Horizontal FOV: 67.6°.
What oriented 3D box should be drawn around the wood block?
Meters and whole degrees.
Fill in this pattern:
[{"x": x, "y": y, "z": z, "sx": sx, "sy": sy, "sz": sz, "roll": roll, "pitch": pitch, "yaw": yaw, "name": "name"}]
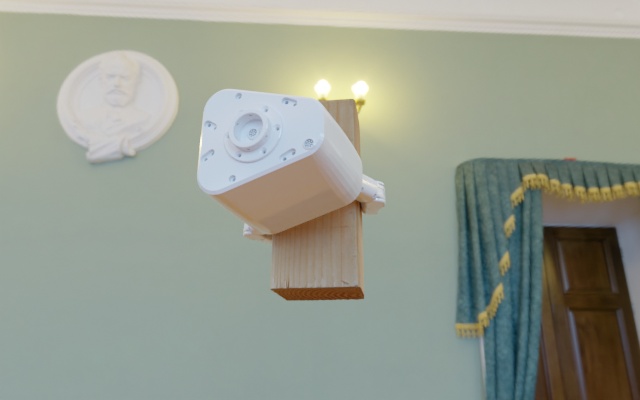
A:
[{"x": 0.000, "y": 0.001, "z": 0.531, "sx": 0.091, "sy": 0.206, "sz": 0.090, "roll": -2, "pitch": -20, "yaw": 7, "name": "wood block"}]
